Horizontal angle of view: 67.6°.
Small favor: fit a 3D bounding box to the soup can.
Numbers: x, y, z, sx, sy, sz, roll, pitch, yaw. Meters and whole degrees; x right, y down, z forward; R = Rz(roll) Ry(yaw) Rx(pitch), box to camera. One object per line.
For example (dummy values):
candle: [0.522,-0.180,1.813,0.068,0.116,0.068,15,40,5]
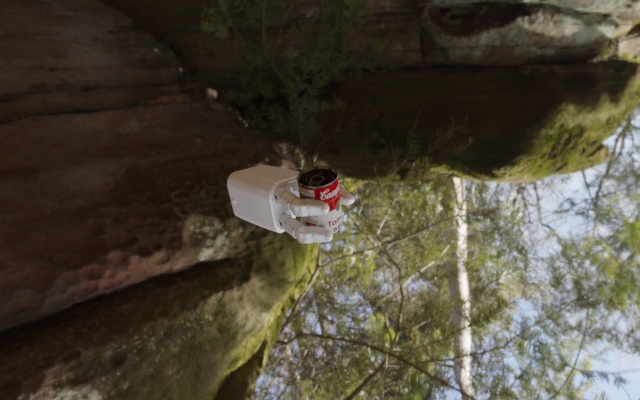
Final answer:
soup can: [0.001,0.003,0.798,0.068,0.102,0.068,-5,33,3]
